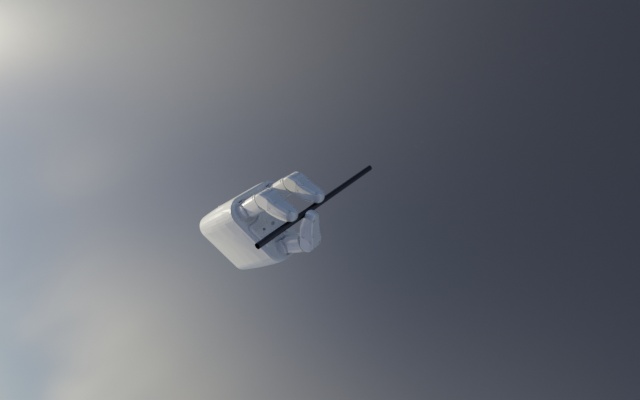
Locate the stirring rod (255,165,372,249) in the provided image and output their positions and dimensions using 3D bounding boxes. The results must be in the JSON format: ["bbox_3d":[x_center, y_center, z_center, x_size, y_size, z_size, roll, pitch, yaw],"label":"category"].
[{"bbox_3d":[0.000,0.002,0.634,0.011,0.011,0.239,0,25,42],"label":"stirring rod"}]
